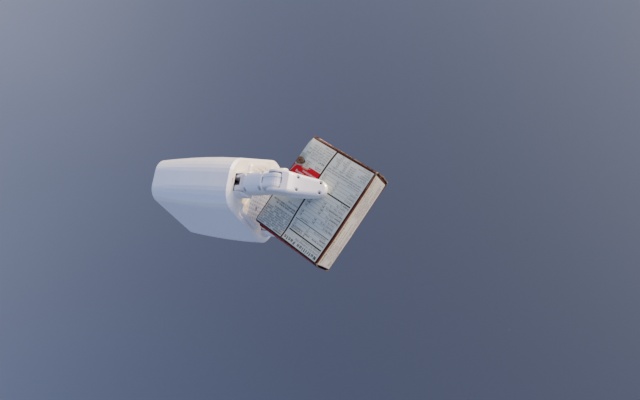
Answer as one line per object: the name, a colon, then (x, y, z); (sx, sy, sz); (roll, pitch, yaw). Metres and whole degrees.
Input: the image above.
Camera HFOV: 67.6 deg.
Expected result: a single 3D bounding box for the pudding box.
pudding box: (0.000, 0.002, 0.495); (0.090, 0.113, 0.039); (34, 1, 27)
